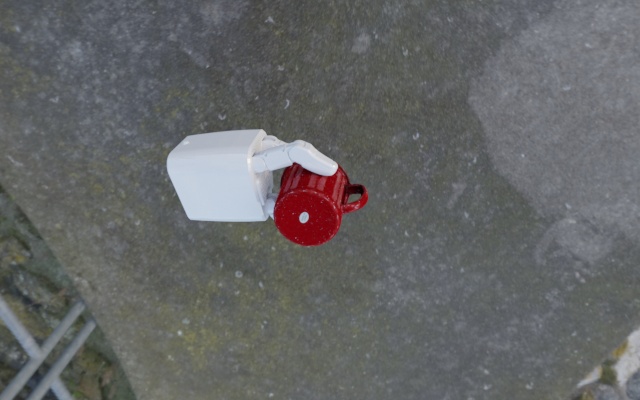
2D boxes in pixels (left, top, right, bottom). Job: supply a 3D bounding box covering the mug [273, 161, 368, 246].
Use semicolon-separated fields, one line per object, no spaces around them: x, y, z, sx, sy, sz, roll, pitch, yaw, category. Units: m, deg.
0.002;0.002;0.586;0.117;0.093;0.081;-3;29;10;mug
